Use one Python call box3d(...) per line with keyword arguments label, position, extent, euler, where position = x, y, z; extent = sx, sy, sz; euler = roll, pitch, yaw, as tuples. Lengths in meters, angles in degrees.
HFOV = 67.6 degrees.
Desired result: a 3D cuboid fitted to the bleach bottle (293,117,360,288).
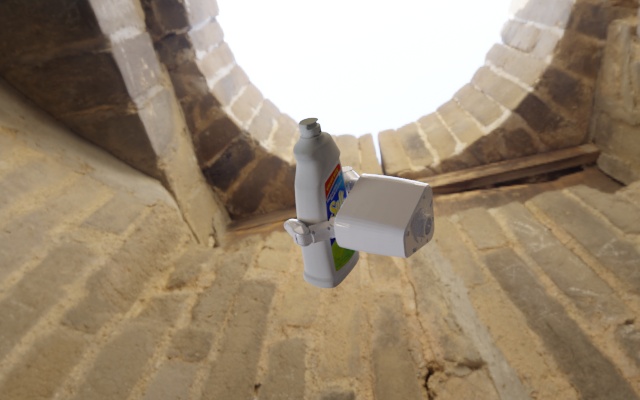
box3d(label="bleach bottle", position=(0.000, 0.002, 0.711), extent=(0.068, 0.251, 0.102), euler=(10, 35, 33))
